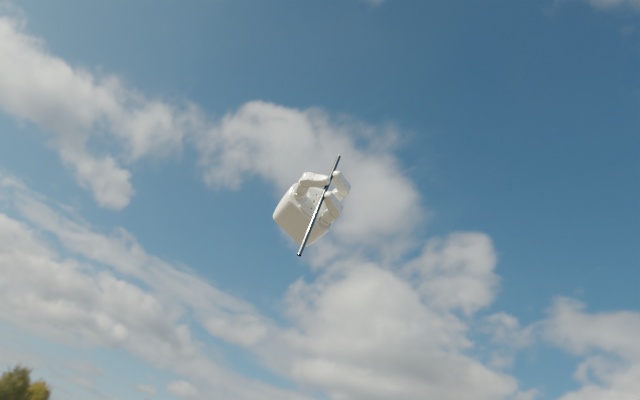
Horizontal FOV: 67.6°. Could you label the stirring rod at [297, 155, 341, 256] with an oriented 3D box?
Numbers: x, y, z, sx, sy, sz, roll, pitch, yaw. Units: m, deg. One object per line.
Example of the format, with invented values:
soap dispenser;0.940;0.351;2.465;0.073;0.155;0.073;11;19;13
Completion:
stirring rod;0.000;0.003;0.892;0.011;0.239;0.011;15;-35;11
